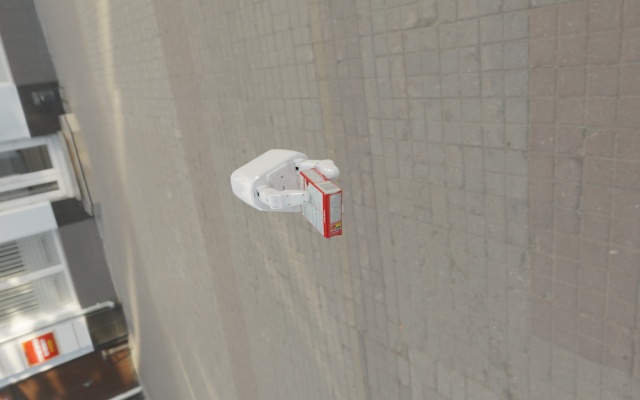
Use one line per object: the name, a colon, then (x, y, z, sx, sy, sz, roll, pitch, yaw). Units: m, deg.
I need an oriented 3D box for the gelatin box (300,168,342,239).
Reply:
gelatin box: (0.000, 0.003, 0.699, 0.030, 0.073, 0.089, -14, 31, -23)
